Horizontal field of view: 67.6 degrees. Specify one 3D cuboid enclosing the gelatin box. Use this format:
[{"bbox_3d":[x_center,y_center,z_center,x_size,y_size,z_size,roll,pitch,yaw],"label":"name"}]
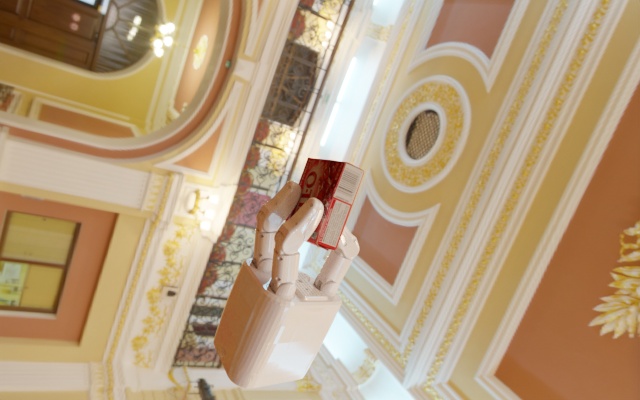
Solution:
[{"bbox_3d":[0.001,0.001,0.502,0.030,0.089,0.073,23,-5,-33],"label":"gelatin box"}]
